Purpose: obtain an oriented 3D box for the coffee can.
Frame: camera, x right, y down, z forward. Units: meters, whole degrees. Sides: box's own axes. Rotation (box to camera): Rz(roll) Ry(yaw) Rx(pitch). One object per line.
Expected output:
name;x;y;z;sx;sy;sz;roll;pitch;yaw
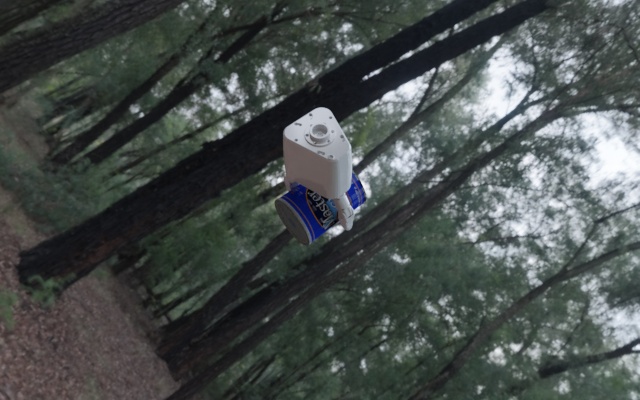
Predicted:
coffee can;0.000;0.003;0.893;0.140;0.103;0.103;-36;13;-19
